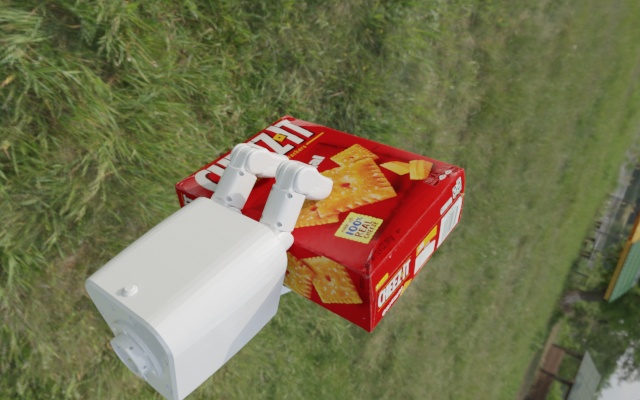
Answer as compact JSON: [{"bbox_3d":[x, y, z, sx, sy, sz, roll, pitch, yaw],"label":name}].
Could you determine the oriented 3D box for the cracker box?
[{"bbox_3d":[0.000,0.002,0.443,0.213,0.072,0.164,22,44,31],"label":"cracker box"}]
